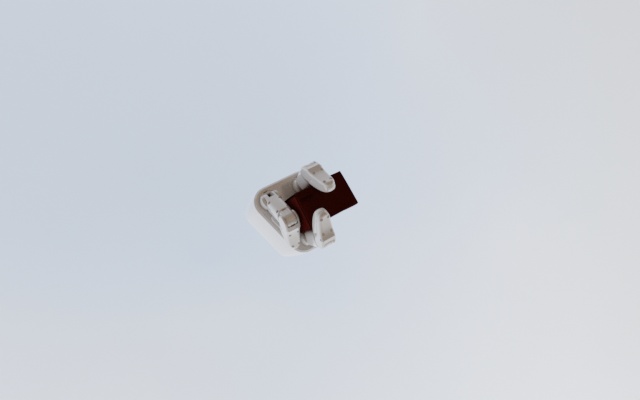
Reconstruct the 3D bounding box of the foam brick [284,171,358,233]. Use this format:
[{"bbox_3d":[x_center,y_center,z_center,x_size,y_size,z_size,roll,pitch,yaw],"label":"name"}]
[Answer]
[{"bbox_3d":[0.000,0.002,0.657,0.078,0.053,0.051,-27,-2,-22],"label":"foam brick"}]
